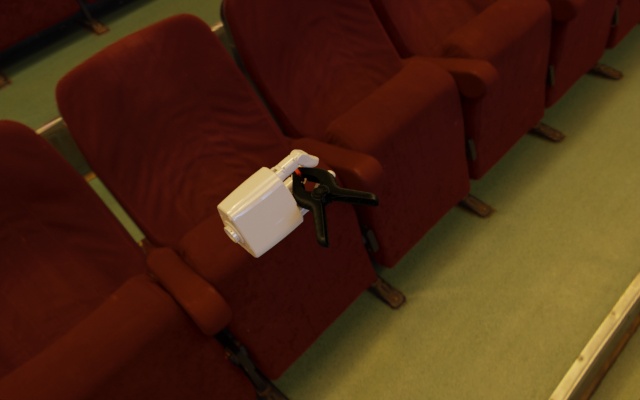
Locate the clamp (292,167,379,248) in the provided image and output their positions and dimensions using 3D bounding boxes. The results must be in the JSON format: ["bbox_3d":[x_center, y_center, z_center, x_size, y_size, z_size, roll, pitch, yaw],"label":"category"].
[{"bbox_3d":[0.000,0.002,0.800,0.120,0.039,0.171,-43,50,-19],"label":"clamp"}]
